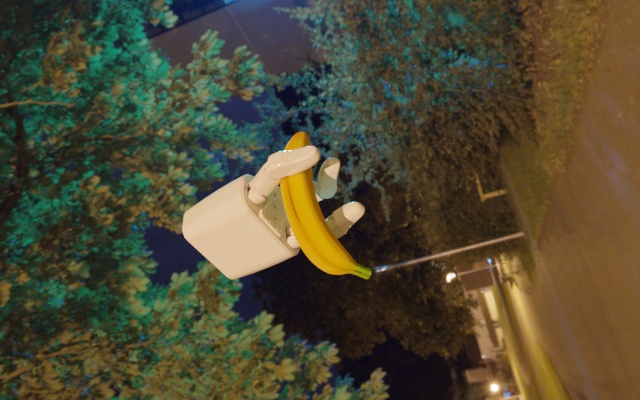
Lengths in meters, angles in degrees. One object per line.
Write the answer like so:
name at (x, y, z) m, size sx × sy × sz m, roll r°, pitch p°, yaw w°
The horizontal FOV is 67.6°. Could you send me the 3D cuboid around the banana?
banana at (-0.011, 0.004, 0.537) m, size 0.069 × 0.197 × 0.037 m, roll 1°, pitch -31°, yaw -48°
